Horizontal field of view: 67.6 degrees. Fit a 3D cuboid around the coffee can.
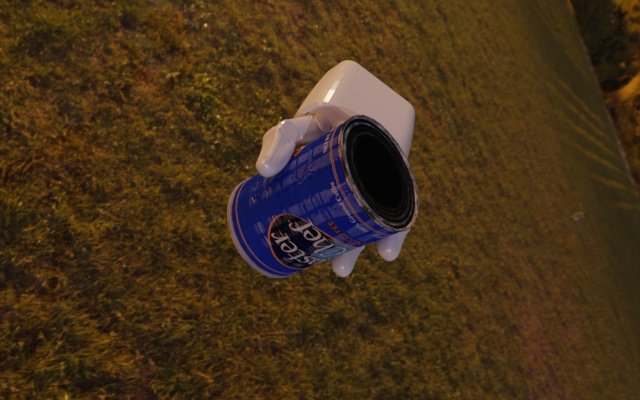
[{"bbox_3d":[0.000,0.002,0.425,0.140,0.102,0.103,-26,-16,36],"label":"coffee can"}]
